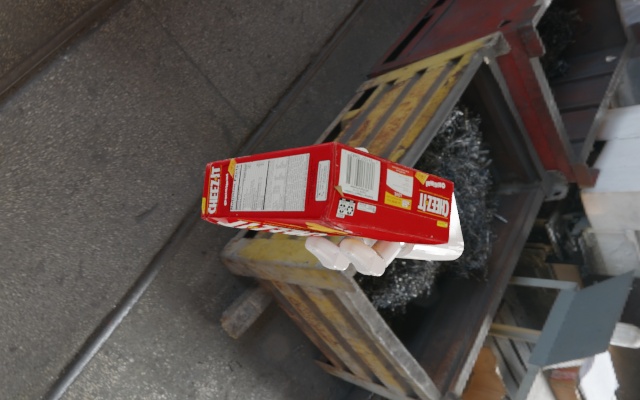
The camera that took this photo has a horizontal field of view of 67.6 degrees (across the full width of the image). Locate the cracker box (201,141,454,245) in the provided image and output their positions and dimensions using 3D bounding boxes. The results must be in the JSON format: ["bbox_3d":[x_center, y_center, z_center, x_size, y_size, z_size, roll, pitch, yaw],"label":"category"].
[{"bbox_3d":[0.000,0.001,0.495,0.164,0.072,0.213,13,-10,-40],"label":"cracker box"}]
